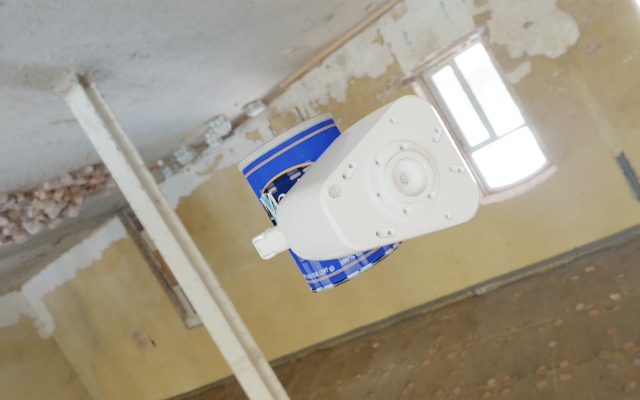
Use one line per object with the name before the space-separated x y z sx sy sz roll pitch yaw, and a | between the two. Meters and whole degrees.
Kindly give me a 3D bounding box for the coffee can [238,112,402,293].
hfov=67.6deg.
coffee can | 0.000 0.001 0.461 0.103 0.140 0.103 -30 2 1
